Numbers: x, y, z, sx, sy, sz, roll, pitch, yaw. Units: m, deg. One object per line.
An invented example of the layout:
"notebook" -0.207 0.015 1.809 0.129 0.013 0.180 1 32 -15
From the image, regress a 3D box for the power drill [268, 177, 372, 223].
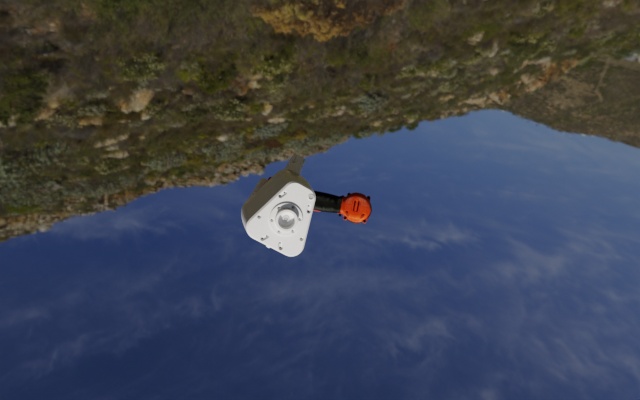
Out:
"power drill" 0.000 0.003 0.866 0.187 0.057 0.184 8 -5 5
